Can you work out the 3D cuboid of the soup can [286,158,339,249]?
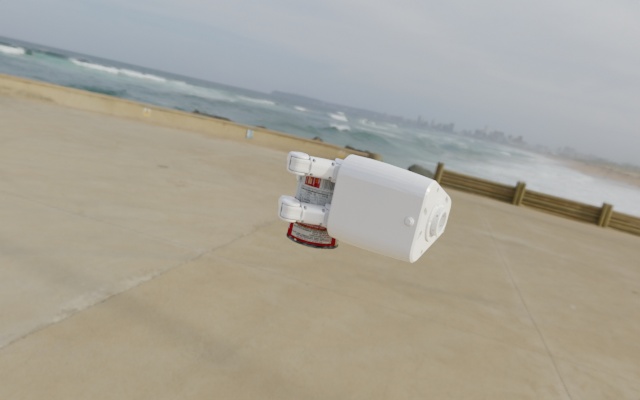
[{"bbox_3d":[0.000,0.002,0.597,0.068,0.102,0.068,12,11,-2],"label":"soup can"}]
